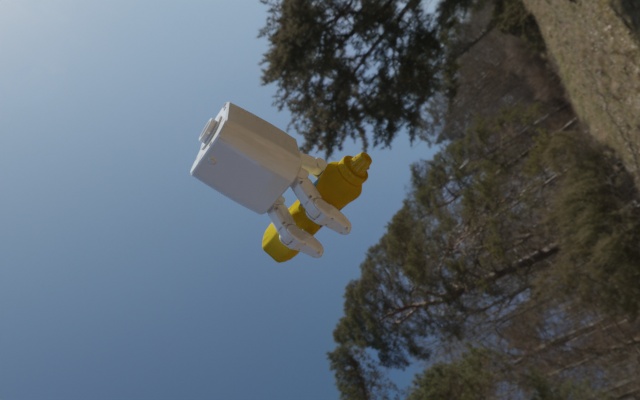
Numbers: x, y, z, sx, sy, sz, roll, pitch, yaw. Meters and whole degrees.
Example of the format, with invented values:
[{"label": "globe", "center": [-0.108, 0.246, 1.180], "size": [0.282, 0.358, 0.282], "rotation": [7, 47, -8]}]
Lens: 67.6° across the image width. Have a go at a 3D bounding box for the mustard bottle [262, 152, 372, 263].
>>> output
[{"label": "mustard bottle", "center": [0.000, 0.002, 0.642], "size": [0.192, 0.058, 0.096], "rotation": [-45, 2, 33]}]
